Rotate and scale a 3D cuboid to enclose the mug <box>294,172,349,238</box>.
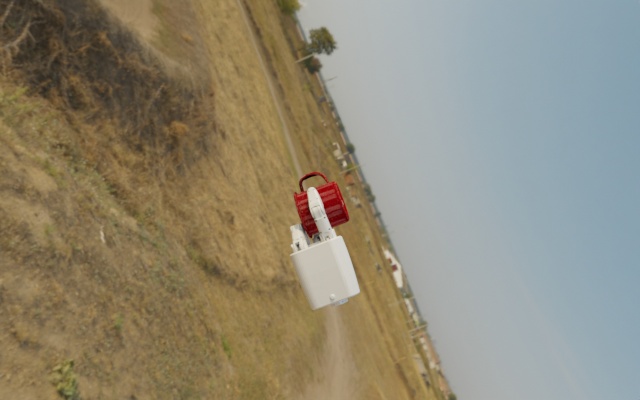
[{"bbox_3d":[0.000,0.002,0.899,0.081,0.117,0.093,-20,-4,6],"label":"mug"}]
